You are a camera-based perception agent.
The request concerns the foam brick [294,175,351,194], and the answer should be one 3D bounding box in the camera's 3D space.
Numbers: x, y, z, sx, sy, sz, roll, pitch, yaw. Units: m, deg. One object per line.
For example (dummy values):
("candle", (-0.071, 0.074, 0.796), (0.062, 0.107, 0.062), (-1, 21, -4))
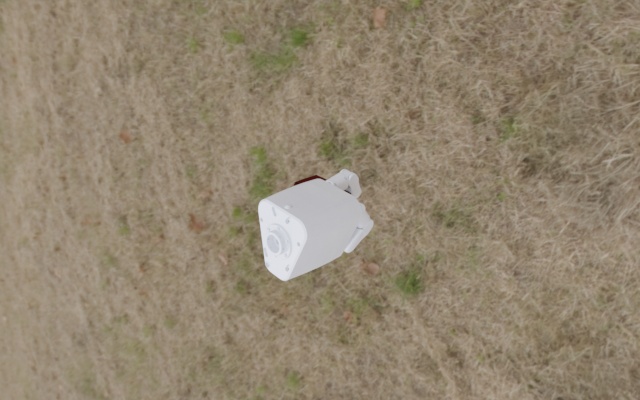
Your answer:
("foam brick", (0.000, 0.002, 0.735), (0.078, 0.053, 0.051), (29, 36, 35))
